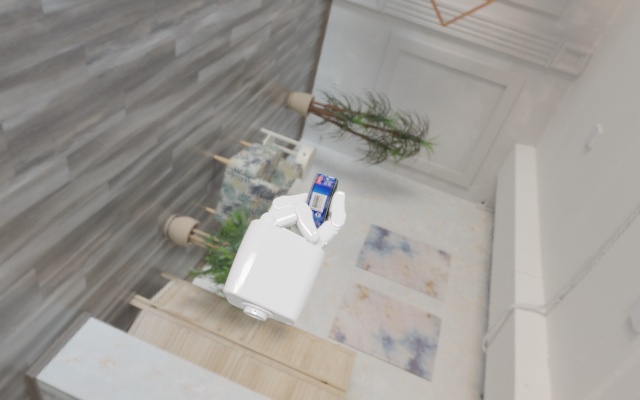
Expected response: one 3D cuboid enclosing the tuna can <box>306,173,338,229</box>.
[{"bbox_3d":[0.001,0.003,0.734,0.034,0.086,0.086,16,1,5],"label":"tuna can"}]
